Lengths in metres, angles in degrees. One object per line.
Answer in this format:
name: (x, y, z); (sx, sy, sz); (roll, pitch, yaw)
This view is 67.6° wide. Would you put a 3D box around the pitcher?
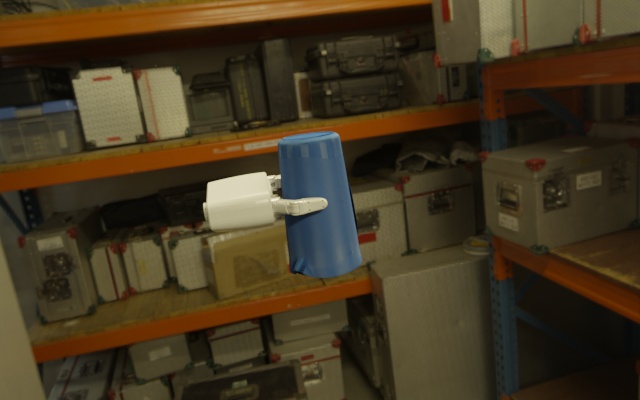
pitcher: (0.000, 0.003, 0.849); (0.145, 0.243, 0.149); (-9, 13, -6)
